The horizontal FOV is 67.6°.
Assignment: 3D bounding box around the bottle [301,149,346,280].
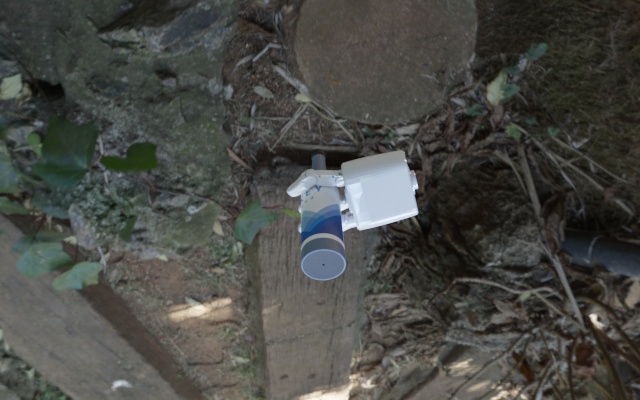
[{"bbox_3d":[0.000,0.003,0.814,0.069,0.069,0.295,0,39,-2],"label":"bottle"}]
